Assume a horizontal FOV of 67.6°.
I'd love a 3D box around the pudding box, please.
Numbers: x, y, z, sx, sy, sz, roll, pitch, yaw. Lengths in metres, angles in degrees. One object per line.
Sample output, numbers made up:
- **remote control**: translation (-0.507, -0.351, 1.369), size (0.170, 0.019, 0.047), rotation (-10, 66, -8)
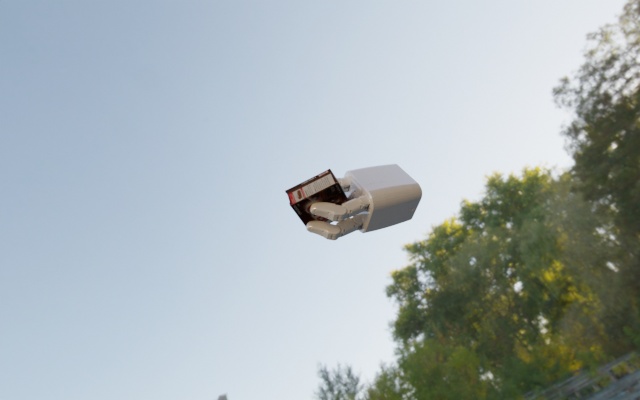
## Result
- **pudding box**: translation (0.000, 0.003, 0.835), size (0.090, 0.039, 0.114), rotation (-27, -35, 4)
